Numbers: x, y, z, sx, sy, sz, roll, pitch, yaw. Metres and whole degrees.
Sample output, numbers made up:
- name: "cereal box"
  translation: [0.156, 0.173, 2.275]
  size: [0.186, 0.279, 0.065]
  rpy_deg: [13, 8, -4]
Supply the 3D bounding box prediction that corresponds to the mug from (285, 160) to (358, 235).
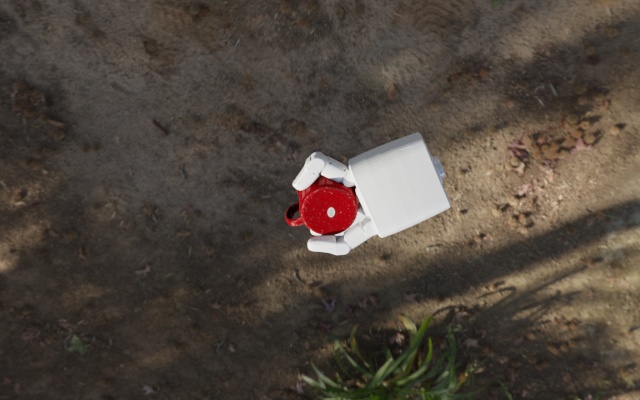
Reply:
- name: "mug"
  translation: [-0.001, 0.003, 0.696]
  size: [0.117, 0.093, 0.081]
  rpy_deg: [-24, 26, 11]
